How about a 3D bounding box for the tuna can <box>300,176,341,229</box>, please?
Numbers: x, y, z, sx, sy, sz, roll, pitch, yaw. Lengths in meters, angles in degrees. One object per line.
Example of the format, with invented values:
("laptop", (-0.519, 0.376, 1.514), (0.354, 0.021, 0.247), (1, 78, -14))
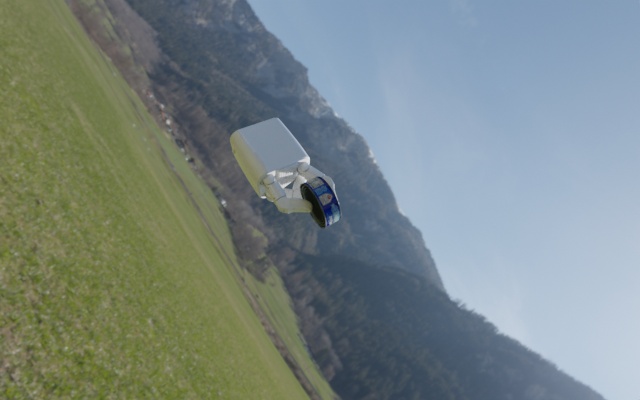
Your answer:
("tuna can", (0.001, 0.002, 0.818), (0.034, 0.086, 0.086), (-27, 8, -16))
